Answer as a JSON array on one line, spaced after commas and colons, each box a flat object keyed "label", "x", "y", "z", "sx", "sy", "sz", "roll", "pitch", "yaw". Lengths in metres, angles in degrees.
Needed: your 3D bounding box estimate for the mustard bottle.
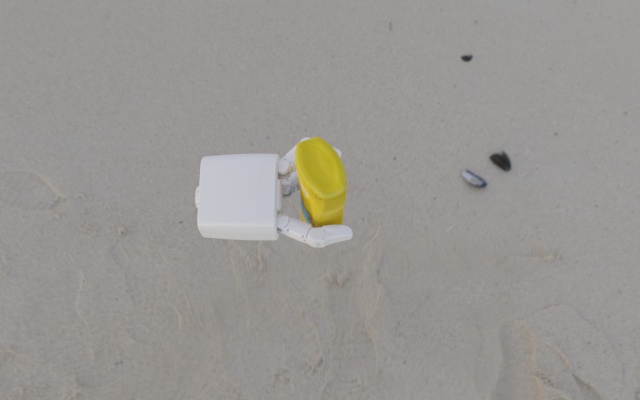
[{"label": "mustard bottle", "x": 0.000, "y": 0.002, "z": 0.680, "sx": 0.058, "sy": 0.096, "sz": 0.192, "roll": -21, "pitch": -27, "yaw": -11}]
